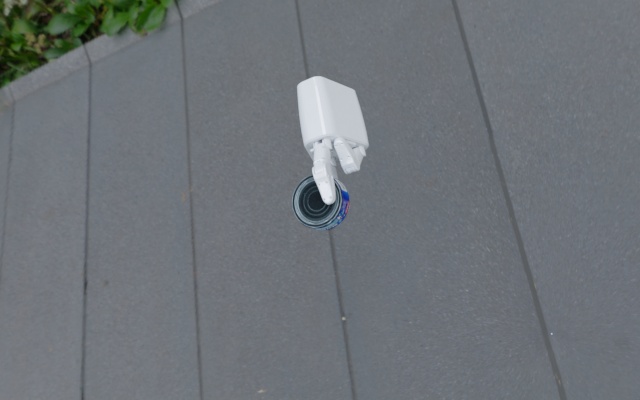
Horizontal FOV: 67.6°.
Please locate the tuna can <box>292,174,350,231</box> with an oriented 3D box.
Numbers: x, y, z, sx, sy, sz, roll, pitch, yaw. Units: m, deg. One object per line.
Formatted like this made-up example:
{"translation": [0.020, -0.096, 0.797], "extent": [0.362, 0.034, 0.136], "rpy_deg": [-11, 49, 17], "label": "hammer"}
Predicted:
{"translation": [0.000, 0.002, 0.729], "extent": [0.086, 0.086, 0.034], "rpy_deg": [0, -9, 24], "label": "tuna can"}
